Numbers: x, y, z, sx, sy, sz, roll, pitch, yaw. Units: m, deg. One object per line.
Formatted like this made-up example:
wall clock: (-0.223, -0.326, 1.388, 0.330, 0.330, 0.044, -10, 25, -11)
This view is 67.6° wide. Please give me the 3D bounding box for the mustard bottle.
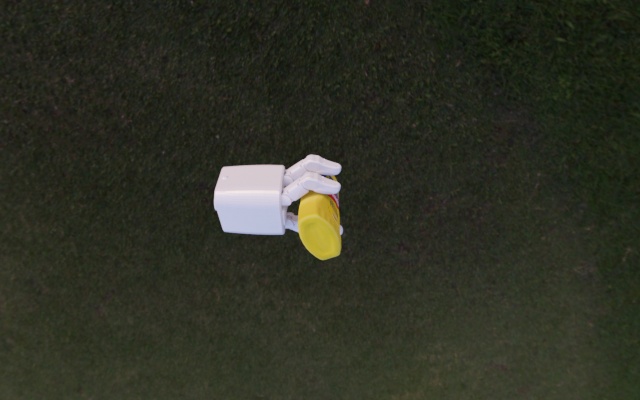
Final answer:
mustard bottle: (0.000, 0.003, 0.801, 0.058, 0.096, 0.191, -20, 34, 15)
